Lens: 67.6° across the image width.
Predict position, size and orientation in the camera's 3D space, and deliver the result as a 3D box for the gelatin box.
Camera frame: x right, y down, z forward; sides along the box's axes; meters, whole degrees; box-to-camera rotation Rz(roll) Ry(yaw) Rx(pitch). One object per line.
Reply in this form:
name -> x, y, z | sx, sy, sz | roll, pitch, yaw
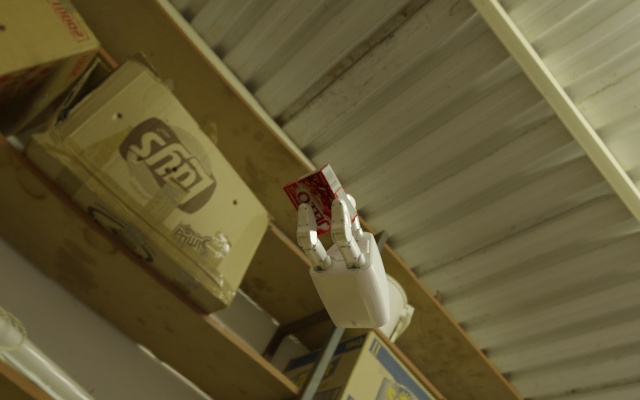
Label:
gelatin box -> 0.000, 0.002, 0.683 | 0.073, 0.089, 0.030 | -22, 14, 35
